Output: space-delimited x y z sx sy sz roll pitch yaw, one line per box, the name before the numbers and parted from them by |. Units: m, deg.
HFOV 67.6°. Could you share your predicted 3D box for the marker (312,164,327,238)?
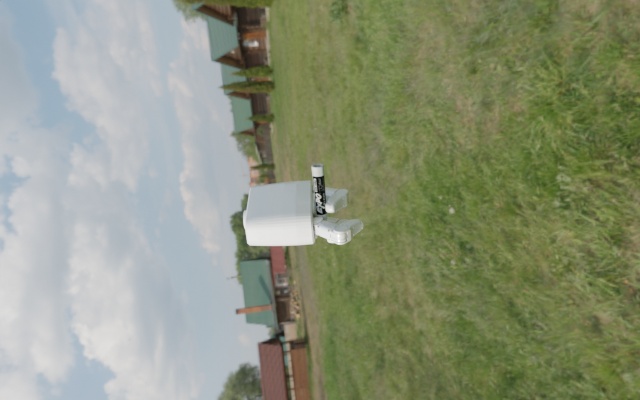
marker | 0.000 0.002 0.745 0.020 0.121 0.020 -4 23 2
